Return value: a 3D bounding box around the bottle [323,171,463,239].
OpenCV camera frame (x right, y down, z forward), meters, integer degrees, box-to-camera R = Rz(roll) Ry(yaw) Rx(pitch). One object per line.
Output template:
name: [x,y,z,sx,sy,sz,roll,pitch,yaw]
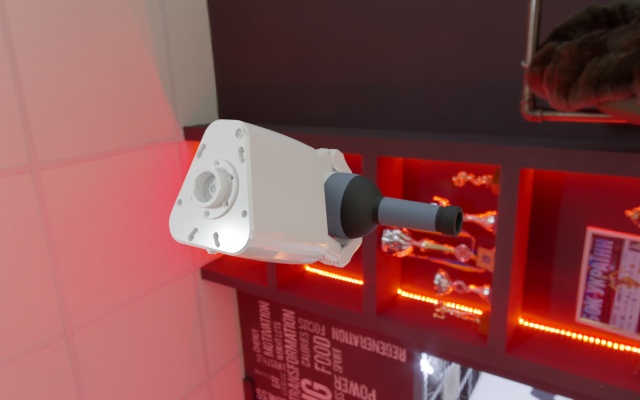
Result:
bottle: [0.000,0.002,0.503,0.295,0.069,0.069,8,4,32]
